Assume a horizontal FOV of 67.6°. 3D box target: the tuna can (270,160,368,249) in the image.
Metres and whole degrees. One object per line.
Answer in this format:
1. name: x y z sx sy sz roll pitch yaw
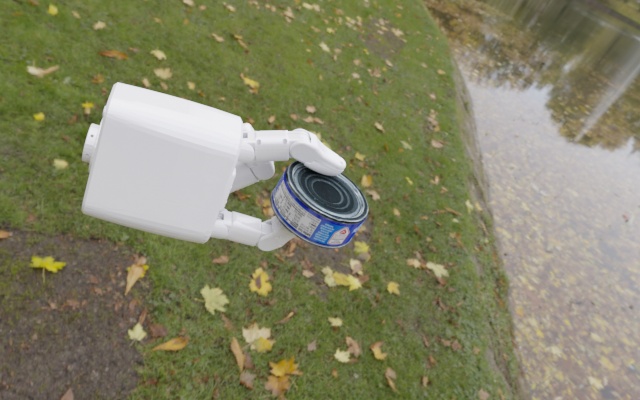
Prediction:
1. tuna can: 0.000 0.001 0.434 0.086 0.034 0.086 23 32 -16
